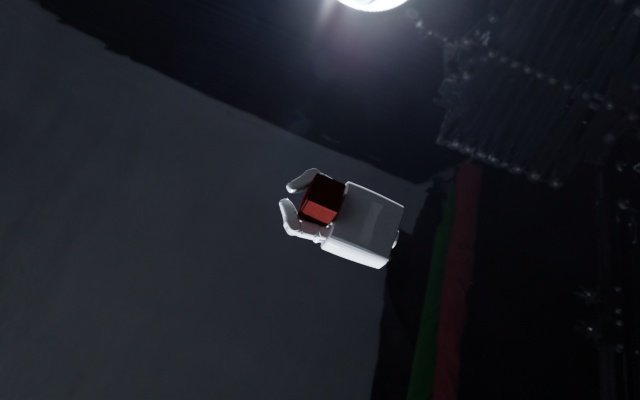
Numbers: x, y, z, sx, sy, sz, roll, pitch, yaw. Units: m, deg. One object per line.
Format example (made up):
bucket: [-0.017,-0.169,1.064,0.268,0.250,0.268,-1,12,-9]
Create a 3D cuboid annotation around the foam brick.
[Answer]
foam brick: [0.000,0.002,0.757,0.051,0.053,0.078,23,-28,-6]
